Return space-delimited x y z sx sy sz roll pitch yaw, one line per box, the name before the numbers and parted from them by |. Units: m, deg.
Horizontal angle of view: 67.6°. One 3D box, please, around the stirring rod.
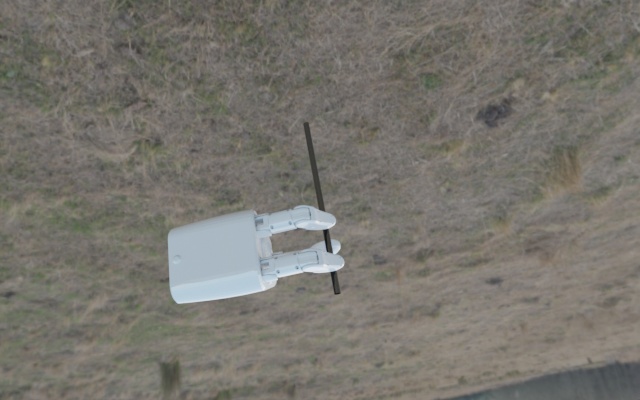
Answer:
stirring rod | 0.000 0.002 0.612 0.011 0.239 0.011 -9 -24 -4
